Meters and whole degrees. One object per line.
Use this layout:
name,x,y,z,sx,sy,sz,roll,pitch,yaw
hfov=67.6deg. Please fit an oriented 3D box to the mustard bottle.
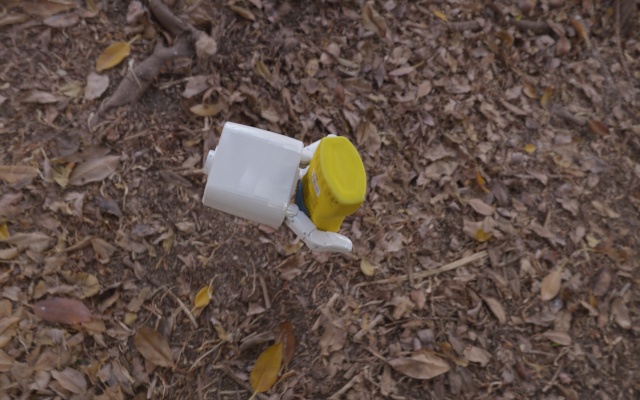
mustard bottle,0.001,0.002,0.648,0.058,0.096,0.192,-7,-24,-22
